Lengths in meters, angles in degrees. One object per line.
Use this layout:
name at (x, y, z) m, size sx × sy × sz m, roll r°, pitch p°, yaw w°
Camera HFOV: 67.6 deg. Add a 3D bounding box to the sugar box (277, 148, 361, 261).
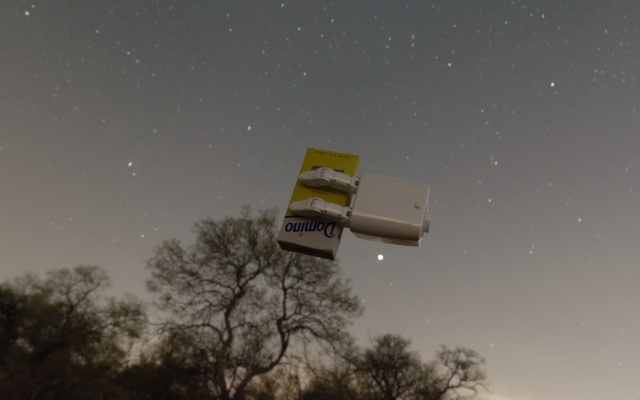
sugar box at (0.000, 0.002, 0.777) m, size 0.093 × 0.176 × 0.048 m, roll 10°, pitch -28°, yaw 14°
